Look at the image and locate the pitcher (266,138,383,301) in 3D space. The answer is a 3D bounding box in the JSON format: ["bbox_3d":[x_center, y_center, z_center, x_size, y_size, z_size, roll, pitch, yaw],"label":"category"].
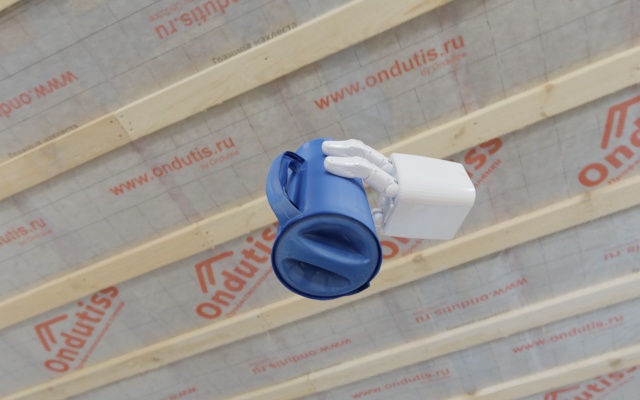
[{"bbox_3d":[0.000,0.002,0.657,0.145,0.149,0.242,5,32,-4],"label":"pitcher"}]
